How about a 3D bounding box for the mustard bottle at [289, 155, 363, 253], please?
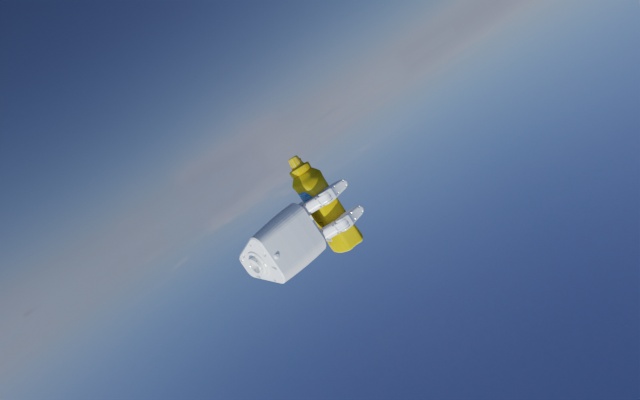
[{"bbox_3d":[0.001,0.003,0.873,0.058,0.191,0.096,-35,8,-13],"label":"mustard bottle"}]
